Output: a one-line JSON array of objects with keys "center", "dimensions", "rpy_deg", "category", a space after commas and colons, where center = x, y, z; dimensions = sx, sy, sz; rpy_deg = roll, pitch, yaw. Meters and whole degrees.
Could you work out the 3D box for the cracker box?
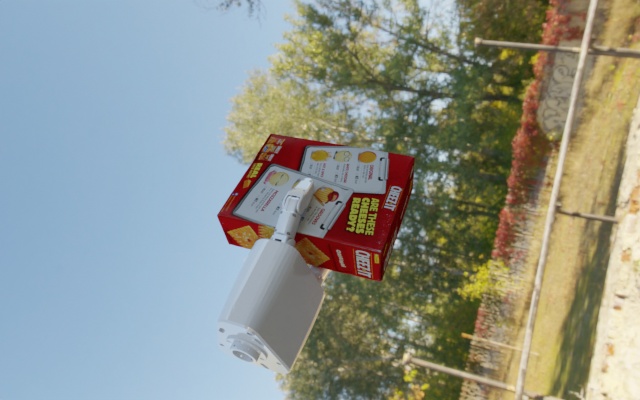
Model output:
[{"center": [0.000, 0.002, 0.629], "dimensions": [0.213, 0.164, 0.072], "rpy_deg": [12, -39, 18], "category": "cracker box"}]
